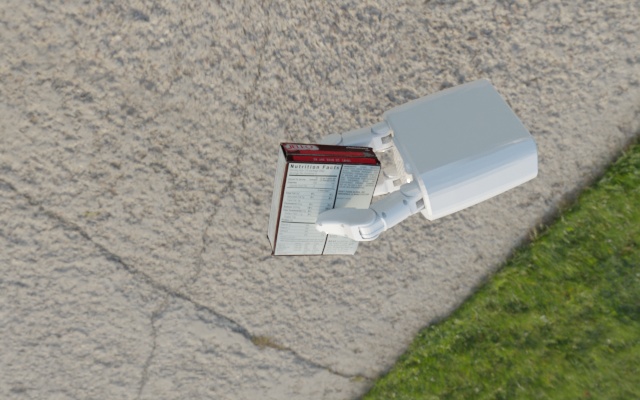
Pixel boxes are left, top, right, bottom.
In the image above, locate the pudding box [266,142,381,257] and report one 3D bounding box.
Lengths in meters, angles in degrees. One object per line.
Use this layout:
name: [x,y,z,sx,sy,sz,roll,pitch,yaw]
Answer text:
pudding box: [0.000,0.002,0.457,0.090,0.114,0.039,2,33,-16]
